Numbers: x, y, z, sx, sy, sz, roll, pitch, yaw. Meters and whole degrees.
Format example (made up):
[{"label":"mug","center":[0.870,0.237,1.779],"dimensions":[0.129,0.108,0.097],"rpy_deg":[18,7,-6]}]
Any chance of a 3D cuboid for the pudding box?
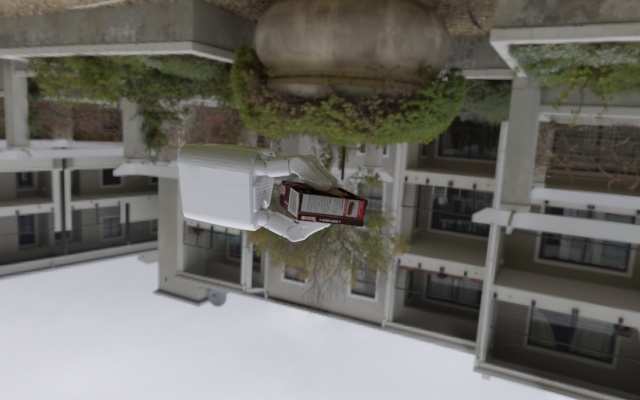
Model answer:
[{"label":"pudding box","center":[0.000,0.002,0.626],"dimensions":[0.090,0.039,0.113],"rpy_deg":[6,10,-16]}]
